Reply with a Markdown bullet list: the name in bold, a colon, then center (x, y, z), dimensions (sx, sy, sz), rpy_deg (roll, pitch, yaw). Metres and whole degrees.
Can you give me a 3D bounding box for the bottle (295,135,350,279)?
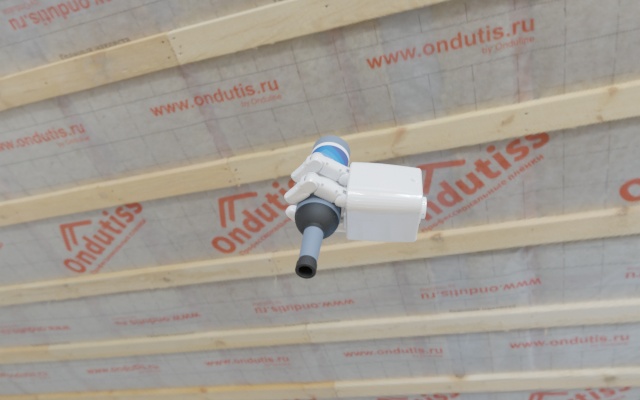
- **bottle**: center (0.000, 0.002, 0.722), dimensions (0.069, 0.069, 0.295), rpy_deg (0, 37, 9)
